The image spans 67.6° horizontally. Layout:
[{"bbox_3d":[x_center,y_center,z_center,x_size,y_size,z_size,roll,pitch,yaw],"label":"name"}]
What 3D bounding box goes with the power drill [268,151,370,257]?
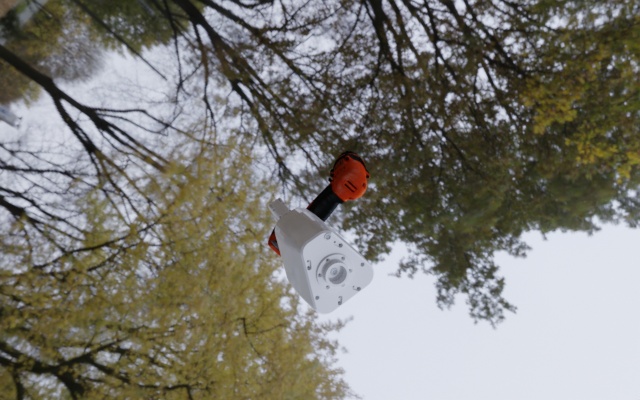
[{"bbox_3d":[0.000,0.003,0.760,0.057,0.188,0.184,40,14,-7],"label":"power drill"}]
